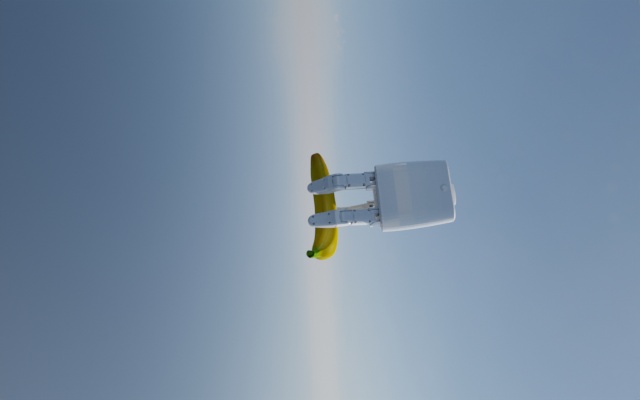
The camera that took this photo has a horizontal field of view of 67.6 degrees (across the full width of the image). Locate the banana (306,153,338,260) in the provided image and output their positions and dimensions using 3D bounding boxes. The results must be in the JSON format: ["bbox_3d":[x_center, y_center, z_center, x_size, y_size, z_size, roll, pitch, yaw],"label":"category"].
[{"bbox_3d":[0.005,0.016,0.736,0.037,0.197,0.070,-9,-39,11],"label":"banana"}]
